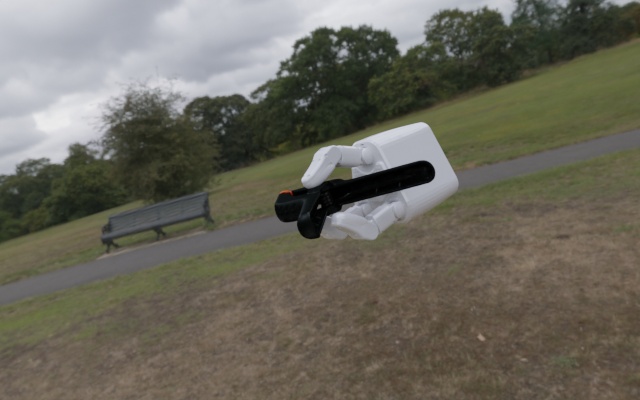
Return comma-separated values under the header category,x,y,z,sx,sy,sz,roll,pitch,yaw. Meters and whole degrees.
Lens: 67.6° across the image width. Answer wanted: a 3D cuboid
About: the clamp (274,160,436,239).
category,x,y,z,sx,sy,sz,roll,pitch,yaw
clamp,0.000,0.001,0.532,0.164,0.036,0.210,-25,11,-35
